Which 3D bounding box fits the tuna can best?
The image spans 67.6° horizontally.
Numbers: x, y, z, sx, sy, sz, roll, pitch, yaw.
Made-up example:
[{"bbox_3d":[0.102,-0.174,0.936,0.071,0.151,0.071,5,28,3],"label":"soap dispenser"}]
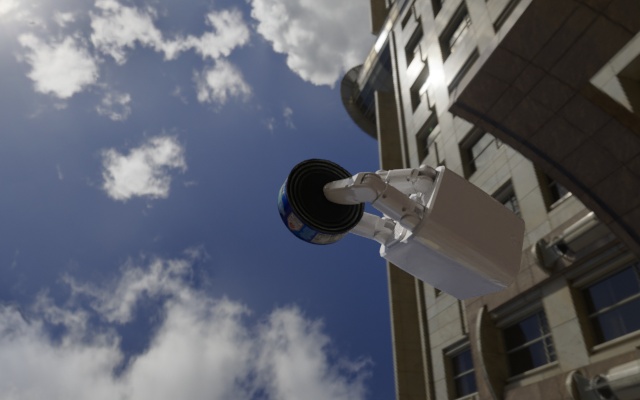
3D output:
[{"bbox_3d":[0.000,0.002,0.491,0.086,0.086,0.034,0,-28,-26],"label":"tuna can"}]
